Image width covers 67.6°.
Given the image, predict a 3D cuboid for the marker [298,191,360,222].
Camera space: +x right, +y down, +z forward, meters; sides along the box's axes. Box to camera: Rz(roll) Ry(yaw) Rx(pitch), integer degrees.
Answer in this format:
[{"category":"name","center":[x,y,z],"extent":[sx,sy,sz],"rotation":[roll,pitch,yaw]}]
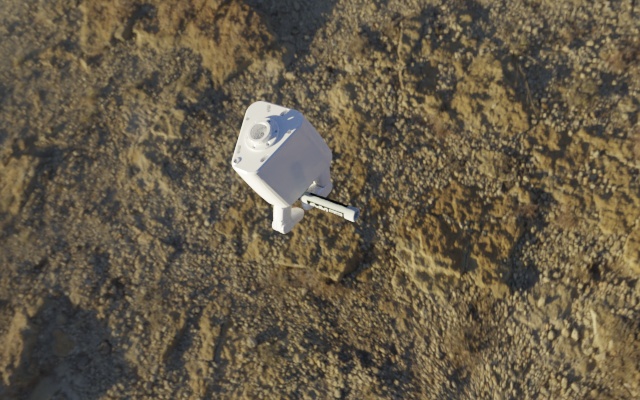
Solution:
[{"category":"marker","center":[0.000,0.002,0.685],"extent":[0.121,0.020,0.020],"rotation":[20,10,29]}]
